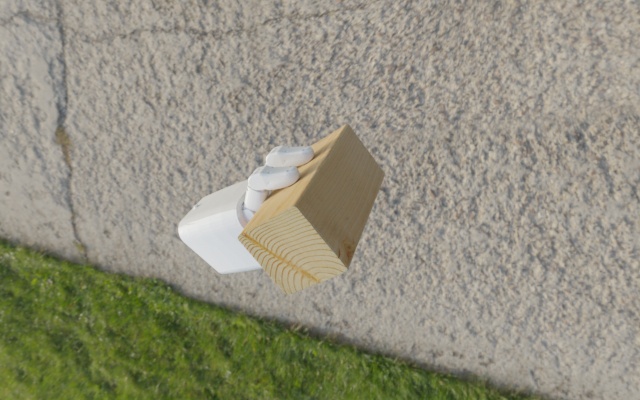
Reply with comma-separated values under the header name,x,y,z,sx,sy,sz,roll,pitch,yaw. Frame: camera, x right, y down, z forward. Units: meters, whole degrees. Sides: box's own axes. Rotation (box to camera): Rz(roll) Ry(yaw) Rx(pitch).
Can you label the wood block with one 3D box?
name,x,y,z,sx,sy,sz,roll,pitch,yaw
wood block,0.000,0.002,0.574,0.090,0.091,0.206,-28,19,32
